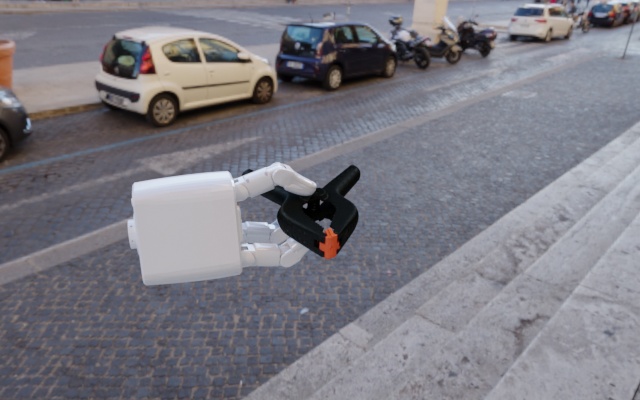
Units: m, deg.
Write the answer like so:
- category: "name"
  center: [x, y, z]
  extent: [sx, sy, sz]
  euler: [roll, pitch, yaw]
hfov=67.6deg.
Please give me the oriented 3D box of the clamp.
- category: "clamp"
  center: [0.000, 0.001, 0.586]
  extent: [0.164, 0.036, 0.210]
  euler: [-7, 27, -16]
